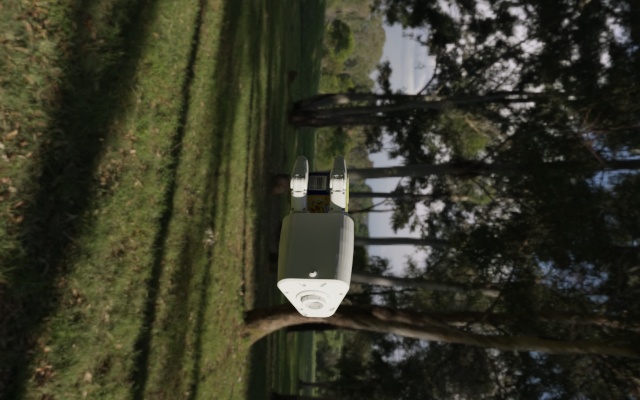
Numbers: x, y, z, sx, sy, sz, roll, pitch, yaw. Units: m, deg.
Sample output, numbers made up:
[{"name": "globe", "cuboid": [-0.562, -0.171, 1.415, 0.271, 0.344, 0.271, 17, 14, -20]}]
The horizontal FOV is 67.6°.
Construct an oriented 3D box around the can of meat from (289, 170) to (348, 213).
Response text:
[{"name": "can of meat", "cuboid": [0.000, 0.002, 0.726, 0.084, 0.057, 0.102, 1, -42, 5]}]
